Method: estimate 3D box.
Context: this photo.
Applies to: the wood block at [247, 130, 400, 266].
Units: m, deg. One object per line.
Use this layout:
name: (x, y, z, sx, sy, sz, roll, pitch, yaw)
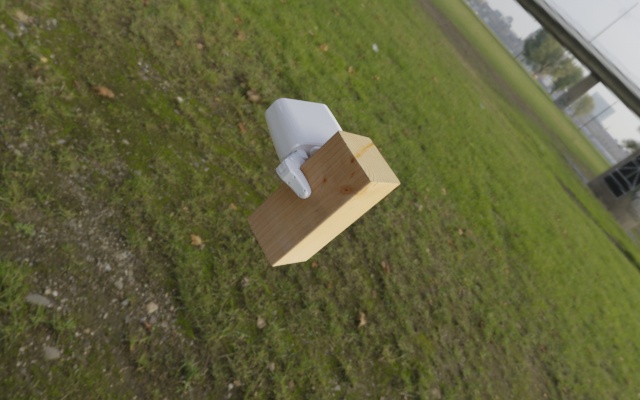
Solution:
wood block: (0.000, 0.002, 0.705, 0.206, 0.090, 0.091, -42, -23, 27)
